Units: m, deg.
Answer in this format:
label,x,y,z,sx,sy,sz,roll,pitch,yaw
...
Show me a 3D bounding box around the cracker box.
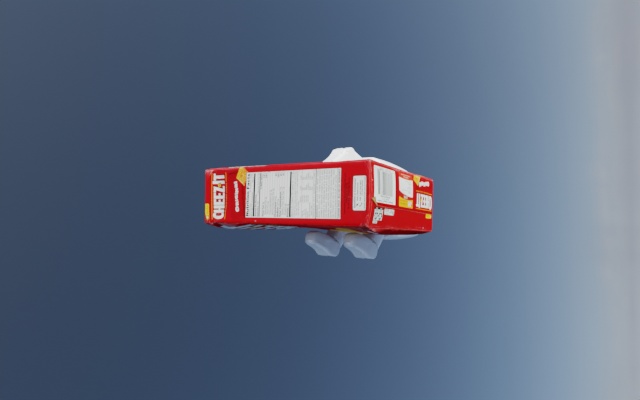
label,x,y,z,sx,sy,sz,roll,pitch,yaw
cracker box,0.000,0.002,0.550,0.213,0.072,0.164,-1,-5,33
